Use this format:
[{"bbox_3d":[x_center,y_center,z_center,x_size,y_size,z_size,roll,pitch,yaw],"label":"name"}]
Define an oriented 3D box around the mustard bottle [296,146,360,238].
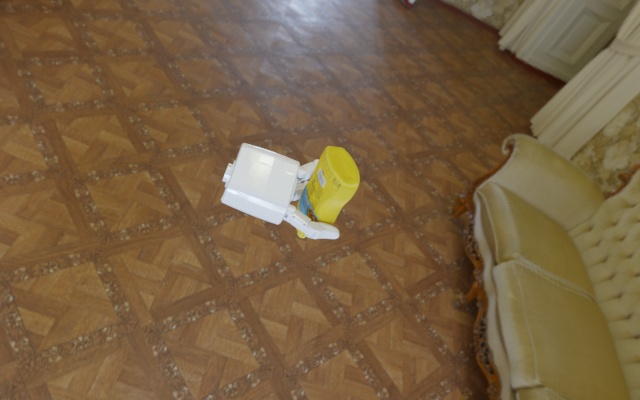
[{"bbox_3d":[0.001,0.003,0.843,0.058,0.096,0.192,2,-42,-29],"label":"mustard bottle"}]
